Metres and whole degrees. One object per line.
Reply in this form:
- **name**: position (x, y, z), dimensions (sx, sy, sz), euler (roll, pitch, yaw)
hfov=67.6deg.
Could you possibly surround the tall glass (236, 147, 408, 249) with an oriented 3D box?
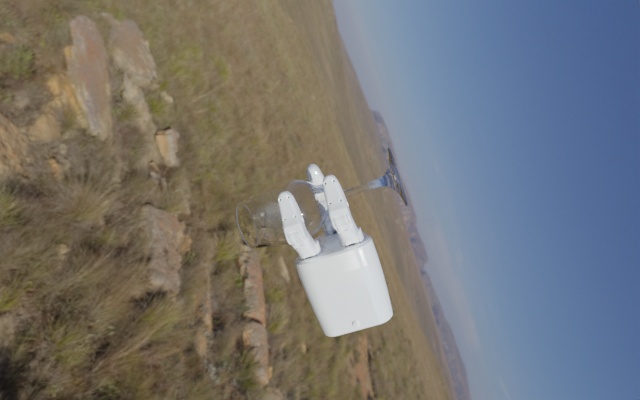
- **tall glass**: position (0.001, 0.002, 0.588), dimensions (0.201, 0.079, 0.079), euler (-18, -3, 9)
